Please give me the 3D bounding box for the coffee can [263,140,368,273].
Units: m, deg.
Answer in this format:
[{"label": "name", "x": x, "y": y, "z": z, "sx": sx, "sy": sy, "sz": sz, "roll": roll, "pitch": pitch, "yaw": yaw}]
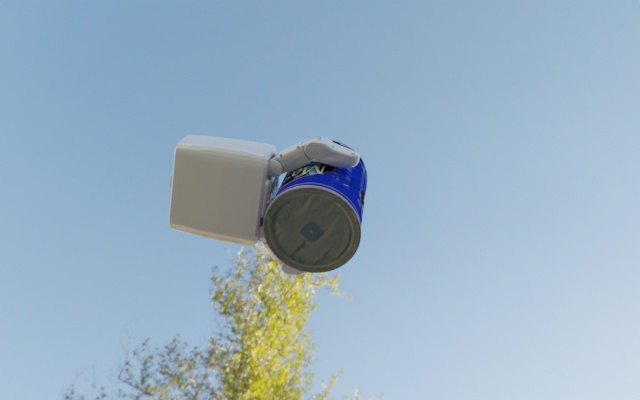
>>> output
[{"label": "coffee can", "x": 0.000, "y": 0.002, "z": 0.553, "sx": 0.103, "sy": 0.103, "sz": 0.140, "roll": 0, "pitch": 27, "yaw": 9}]
